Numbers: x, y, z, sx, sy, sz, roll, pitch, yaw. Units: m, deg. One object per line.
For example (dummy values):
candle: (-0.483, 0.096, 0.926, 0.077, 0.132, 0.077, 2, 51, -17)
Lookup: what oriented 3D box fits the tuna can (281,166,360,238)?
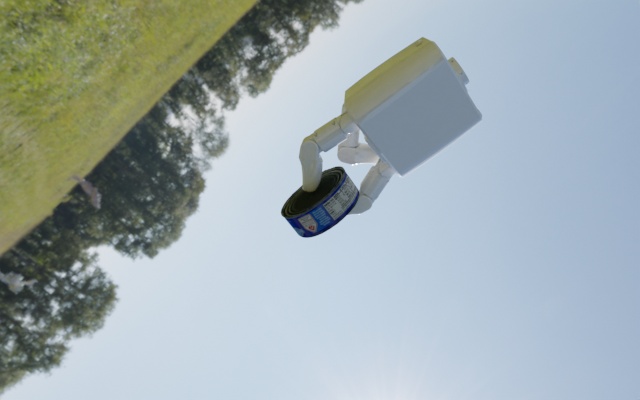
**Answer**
tuna can: (0.000, 0.002, 0.529, 0.086, 0.034, 0.086, -33, 20, 13)
